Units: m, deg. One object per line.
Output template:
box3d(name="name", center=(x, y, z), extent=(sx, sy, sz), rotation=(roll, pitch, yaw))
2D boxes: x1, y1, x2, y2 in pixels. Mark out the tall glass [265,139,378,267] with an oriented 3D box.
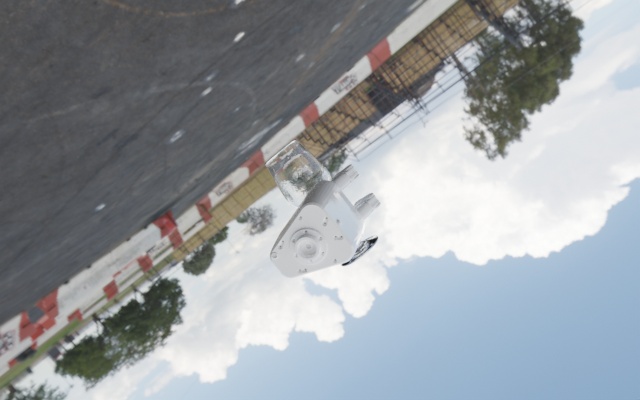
box3d(name="tall glass", center=(0.001, 0.003, 0.740), extent=(0.079, 0.201, 0.079), rotation=(-38, 6, 5))
